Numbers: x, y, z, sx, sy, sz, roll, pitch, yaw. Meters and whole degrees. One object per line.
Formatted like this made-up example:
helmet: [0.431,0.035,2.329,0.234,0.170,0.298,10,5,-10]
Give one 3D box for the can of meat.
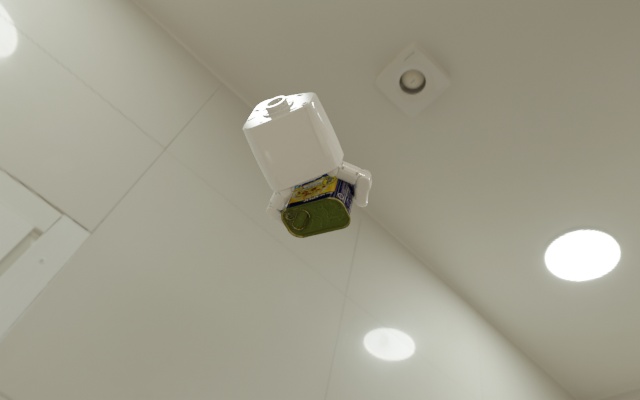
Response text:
can of meat: [0.000,0.002,0.725,0.102,0.057,0.084,-15,32,24]
